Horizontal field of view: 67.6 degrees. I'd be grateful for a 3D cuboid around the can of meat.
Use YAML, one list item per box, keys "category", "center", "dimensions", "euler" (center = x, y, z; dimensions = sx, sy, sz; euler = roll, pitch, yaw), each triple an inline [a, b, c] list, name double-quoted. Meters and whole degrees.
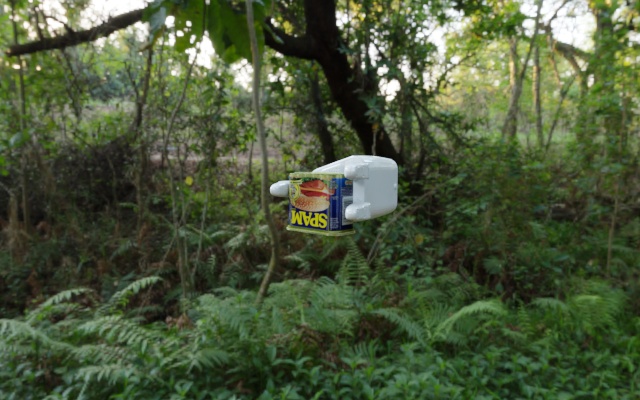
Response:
- category: "can of meat"
  center: [0.000, 0.002, 0.681]
  dimensions: [0.102, 0.084, 0.057]
  euler: [5, 7, 42]
